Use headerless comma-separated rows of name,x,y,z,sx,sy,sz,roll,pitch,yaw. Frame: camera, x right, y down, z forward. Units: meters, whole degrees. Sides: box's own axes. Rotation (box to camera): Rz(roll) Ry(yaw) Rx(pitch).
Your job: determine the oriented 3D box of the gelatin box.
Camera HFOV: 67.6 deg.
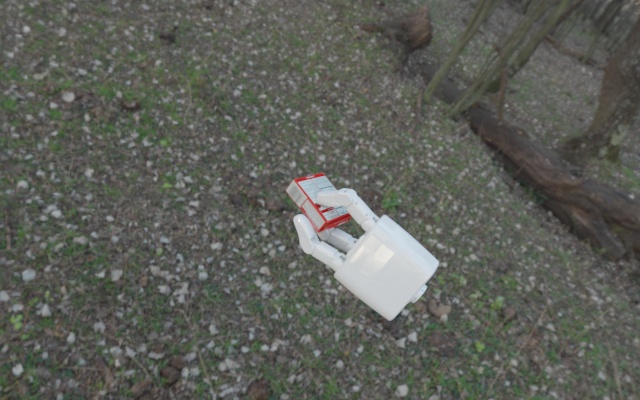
gelatin box,0.000,0.002,0.739,0.073,0.089,0.030,-17,-26,-50
